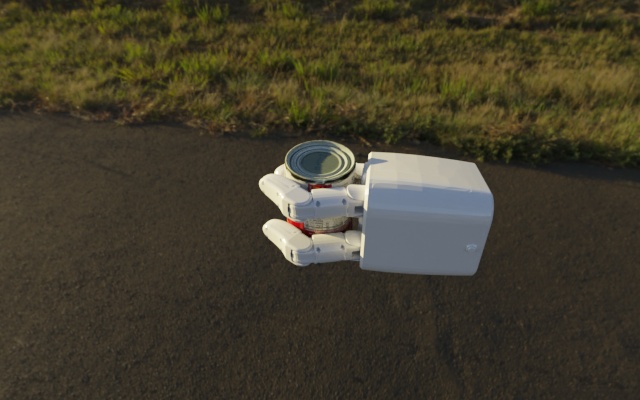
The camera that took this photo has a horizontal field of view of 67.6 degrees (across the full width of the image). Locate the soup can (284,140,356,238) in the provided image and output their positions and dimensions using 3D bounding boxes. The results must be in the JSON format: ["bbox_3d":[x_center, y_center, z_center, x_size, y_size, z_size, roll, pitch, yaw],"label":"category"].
[{"bbox_3d":[0.000,0.001,0.467,0.068,0.102,0.068,0,40,0],"label":"soup can"}]
